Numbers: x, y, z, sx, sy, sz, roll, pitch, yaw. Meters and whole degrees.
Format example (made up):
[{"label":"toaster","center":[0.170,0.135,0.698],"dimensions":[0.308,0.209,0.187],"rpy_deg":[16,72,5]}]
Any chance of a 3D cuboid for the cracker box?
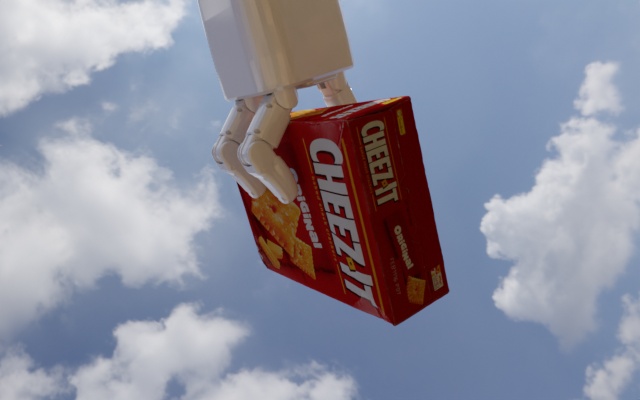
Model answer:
[{"label":"cracker box","center":[0.000,0.001,0.435],"dimensions":[0.072,0.164,0.213],"rpy_deg":[-25,19,-29]}]
